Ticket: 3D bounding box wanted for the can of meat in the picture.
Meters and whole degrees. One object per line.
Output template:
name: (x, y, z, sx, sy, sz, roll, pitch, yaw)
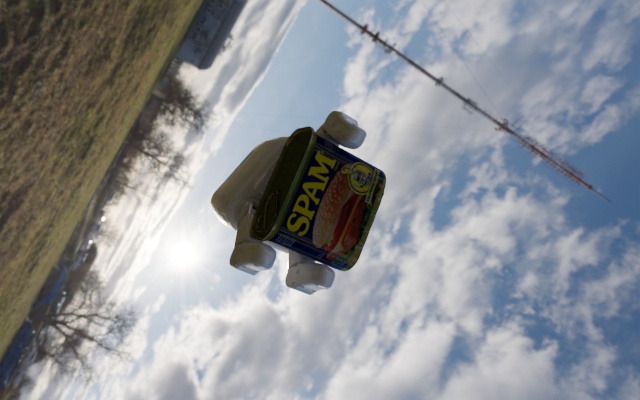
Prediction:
can of meat: (0.000, 0.001, 0.411, 0.084, 0.102, 0.057, 26, -8, -24)
